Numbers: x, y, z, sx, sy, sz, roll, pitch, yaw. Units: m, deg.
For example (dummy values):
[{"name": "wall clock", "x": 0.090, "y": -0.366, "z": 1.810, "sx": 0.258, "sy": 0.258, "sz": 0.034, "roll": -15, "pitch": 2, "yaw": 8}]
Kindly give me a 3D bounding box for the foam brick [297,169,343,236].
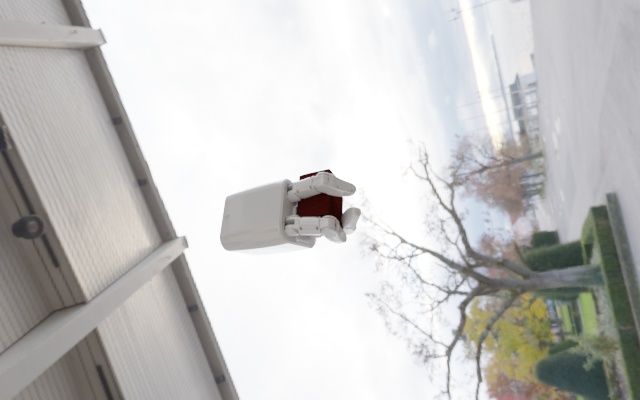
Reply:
[{"name": "foam brick", "x": 0.000, "y": 0.002, "z": 0.695, "sx": 0.051, "sy": 0.078, "sz": 0.053, "roll": -12, "pitch": -33, "yaw": 23}]
